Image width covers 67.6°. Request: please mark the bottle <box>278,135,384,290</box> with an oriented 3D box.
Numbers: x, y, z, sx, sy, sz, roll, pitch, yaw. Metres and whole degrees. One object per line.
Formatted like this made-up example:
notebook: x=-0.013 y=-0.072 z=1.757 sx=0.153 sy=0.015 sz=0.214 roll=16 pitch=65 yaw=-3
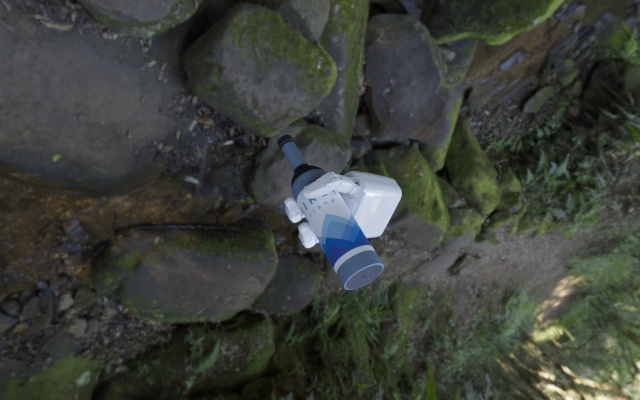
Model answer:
bottle: x=0.000 y=0.003 z=0.773 sx=0.069 sy=0.295 sz=0.069 roll=-22 pitch=-31 yaw=-14
